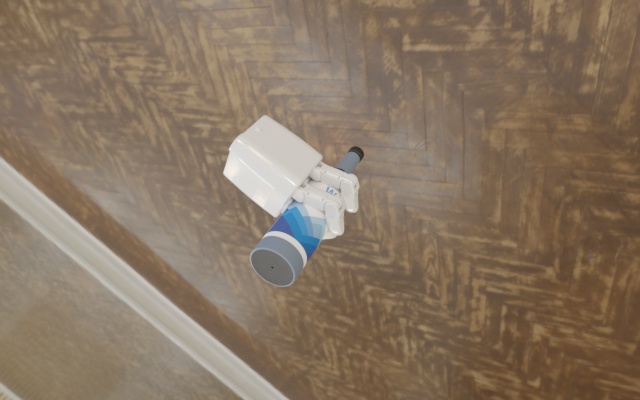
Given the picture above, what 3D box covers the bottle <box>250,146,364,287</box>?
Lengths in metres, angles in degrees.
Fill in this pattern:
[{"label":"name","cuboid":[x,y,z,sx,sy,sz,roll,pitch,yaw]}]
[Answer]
[{"label":"bottle","cuboid":[0.000,0.003,0.711,0.069,0.069,0.295,0,35,31]}]
